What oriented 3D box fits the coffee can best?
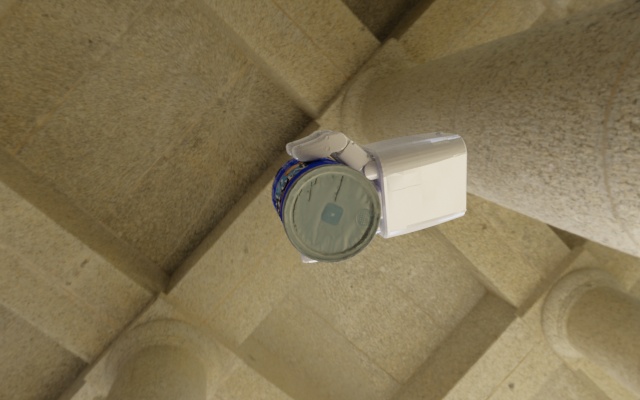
[{"bbox_3d":[0.000,0.002,0.550,0.103,0.103,0.140,0,11,-11],"label":"coffee can"}]
